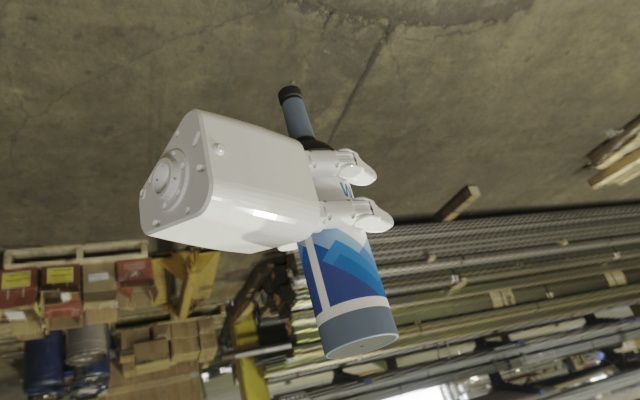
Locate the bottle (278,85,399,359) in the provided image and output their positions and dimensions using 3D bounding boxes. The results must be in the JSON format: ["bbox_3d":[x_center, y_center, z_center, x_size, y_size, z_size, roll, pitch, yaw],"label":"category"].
[{"bbox_3d":[0.000,0.002,0.480,0.069,0.295,0.069,-12,-28,-7],"label":"bottle"}]
